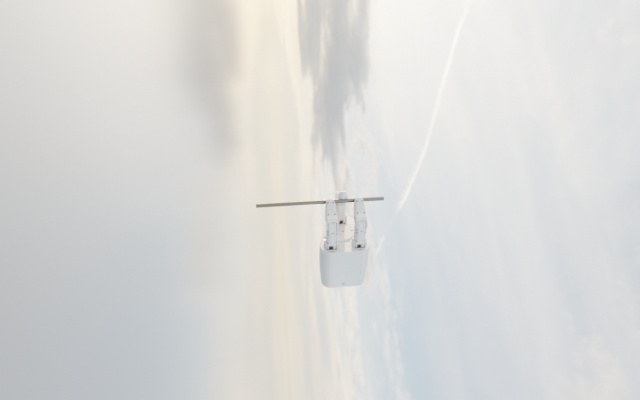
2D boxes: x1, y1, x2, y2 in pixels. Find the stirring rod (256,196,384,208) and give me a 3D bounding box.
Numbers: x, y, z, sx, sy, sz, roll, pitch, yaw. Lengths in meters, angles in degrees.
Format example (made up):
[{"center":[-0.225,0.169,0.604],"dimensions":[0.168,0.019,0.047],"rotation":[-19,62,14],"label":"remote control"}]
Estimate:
[{"center":[0.000,0.003,0.895],"dimensions":[0.239,0.011,0.011],"rotation":[-3,0,-5],"label":"stirring rod"}]
